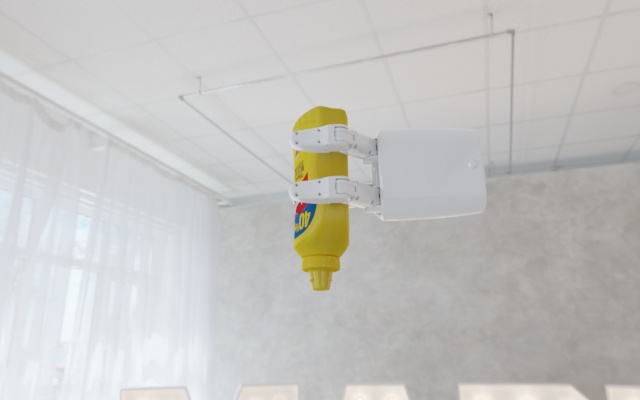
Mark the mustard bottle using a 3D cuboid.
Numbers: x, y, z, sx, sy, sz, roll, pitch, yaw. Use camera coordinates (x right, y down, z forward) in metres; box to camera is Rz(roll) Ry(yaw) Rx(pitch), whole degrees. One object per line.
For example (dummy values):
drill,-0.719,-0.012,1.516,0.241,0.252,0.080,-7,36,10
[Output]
mustard bottle,0.000,0.001,0.523,0.058,0.191,0.096,5,-18,-20
